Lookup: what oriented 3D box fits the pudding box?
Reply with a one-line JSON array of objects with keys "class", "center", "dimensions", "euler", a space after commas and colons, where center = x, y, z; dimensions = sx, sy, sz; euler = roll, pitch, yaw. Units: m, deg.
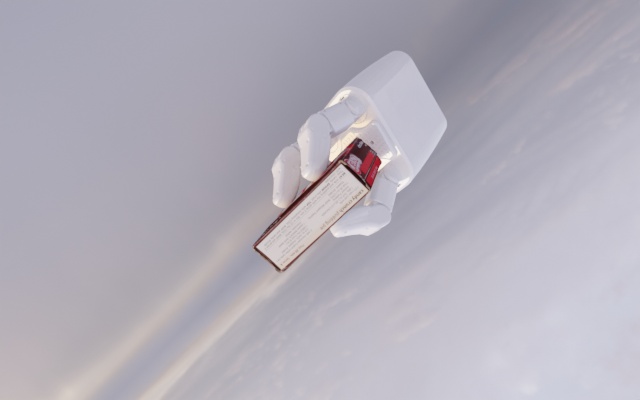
[{"class": "pudding box", "center": [0.000, 0.001, 0.419], "dimensions": [0.113, 0.039, 0.090], "euler": [-46, 3, 22]}]
